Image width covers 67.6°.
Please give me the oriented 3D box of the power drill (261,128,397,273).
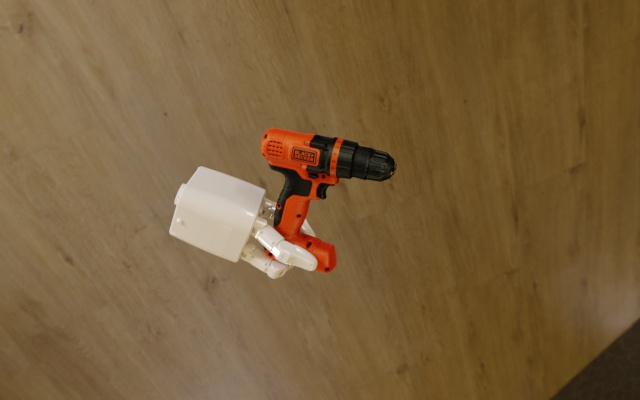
[{"bbox_3d":[0.000,0.003,0.663,0.184,0.188,0.057,14,19,12],"label":"power drill"}]
